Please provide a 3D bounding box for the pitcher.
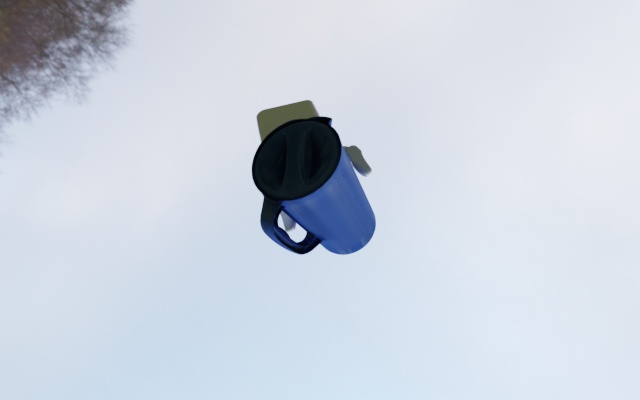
[{"bbox_3d":[0.000,0.002,0.737,0.149,0.145,0.243,-25,-35,9],"label":"pitcher"}]
